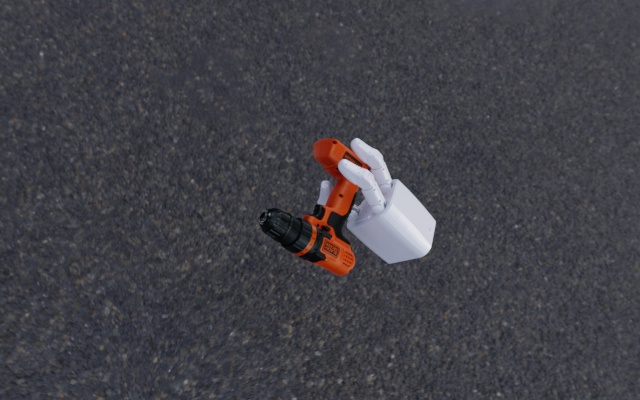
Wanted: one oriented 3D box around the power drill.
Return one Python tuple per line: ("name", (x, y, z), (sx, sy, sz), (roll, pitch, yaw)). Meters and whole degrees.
("power drill", (0.000, 0.002, 0.737), (0.057, 0.187, 0.184), (-3, -29, 45))
